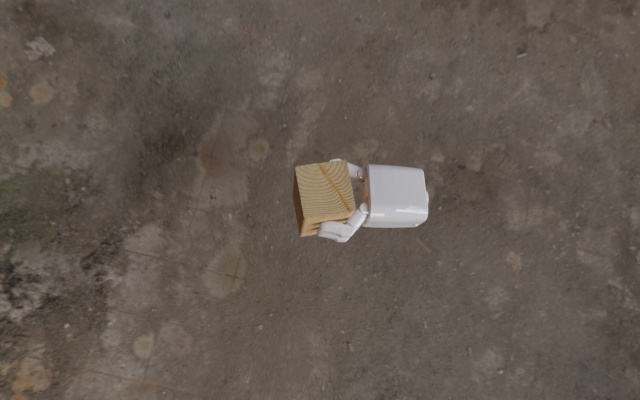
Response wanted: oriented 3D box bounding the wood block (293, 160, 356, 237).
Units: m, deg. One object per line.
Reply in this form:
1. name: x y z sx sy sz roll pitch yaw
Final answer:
1. wood block: 0.000 0.003 0.881 0.090 0.090 0.206 -8 -12 -6
